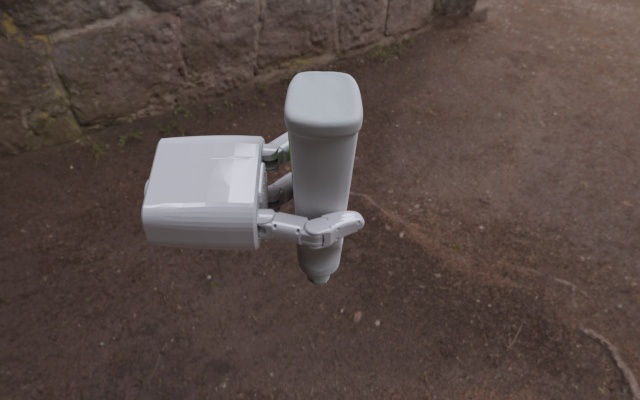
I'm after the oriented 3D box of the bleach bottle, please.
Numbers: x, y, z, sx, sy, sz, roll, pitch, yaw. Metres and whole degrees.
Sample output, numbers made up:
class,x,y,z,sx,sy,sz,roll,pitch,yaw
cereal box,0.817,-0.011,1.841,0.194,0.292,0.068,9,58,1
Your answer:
class,x,y,z,sx,sy,sz,roll,pitch,yaw
bleach bottle,0.000,0.002,0.499,0.068,0.251,0.102,1,40,0
